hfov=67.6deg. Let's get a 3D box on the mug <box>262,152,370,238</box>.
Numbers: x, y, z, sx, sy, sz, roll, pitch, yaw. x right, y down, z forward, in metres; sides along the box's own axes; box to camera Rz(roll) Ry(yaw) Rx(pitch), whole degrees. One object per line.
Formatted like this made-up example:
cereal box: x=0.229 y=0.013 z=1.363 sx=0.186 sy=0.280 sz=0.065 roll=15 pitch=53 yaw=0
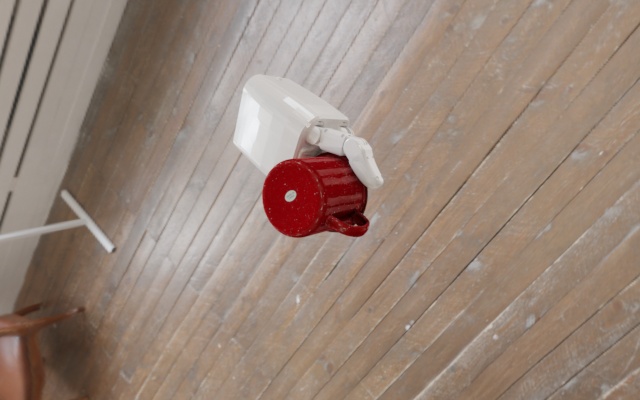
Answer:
mug: x=0.001 y=0.003 z=0.509 sx=0.117 sy=0.093 sz=0.081 roll=40 pitch=25 yaw=23
